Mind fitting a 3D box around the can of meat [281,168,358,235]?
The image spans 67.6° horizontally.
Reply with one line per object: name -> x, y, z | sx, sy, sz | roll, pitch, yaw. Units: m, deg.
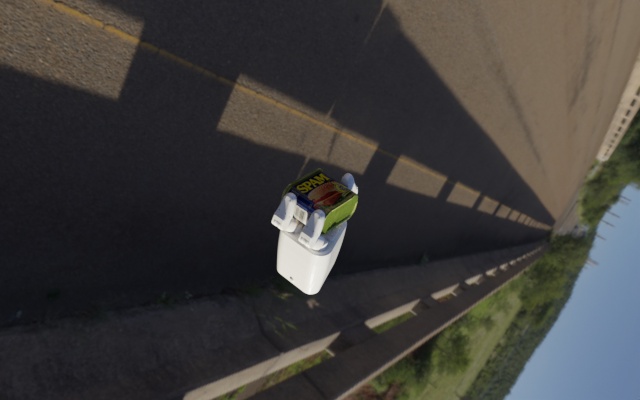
can of meat -> 0.000, 0.003, 0.773 | 0.084, 0.057, 0.102 | 33, 40, 24
